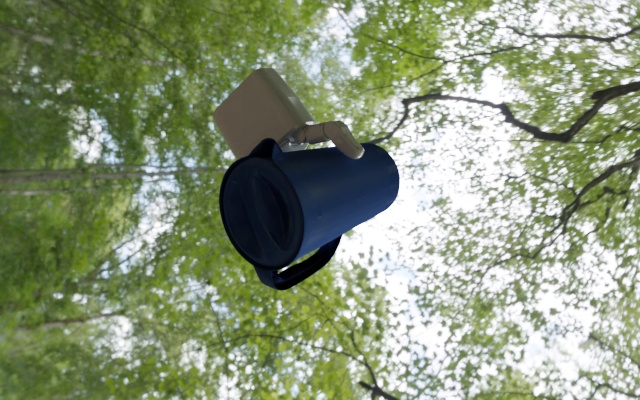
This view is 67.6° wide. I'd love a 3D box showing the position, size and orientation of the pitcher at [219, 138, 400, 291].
[{"bbox_3d":[0.000,0.002,0.622,0.243,0.145,0.149,-18,-21,-49],"label":"pitcher"}]
